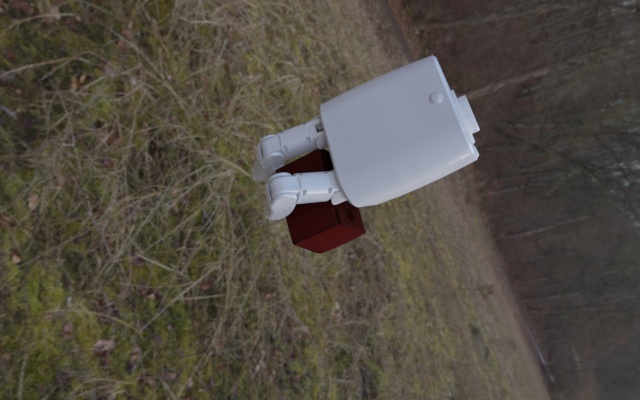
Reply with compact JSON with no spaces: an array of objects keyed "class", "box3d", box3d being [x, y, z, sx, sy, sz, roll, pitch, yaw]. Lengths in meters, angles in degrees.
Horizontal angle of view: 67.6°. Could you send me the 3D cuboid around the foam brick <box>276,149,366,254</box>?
[{"class":"foam brick","box3d":[0.000,0.002,0.439,0.051,0.078,0.053,-24,-23,22]}]
